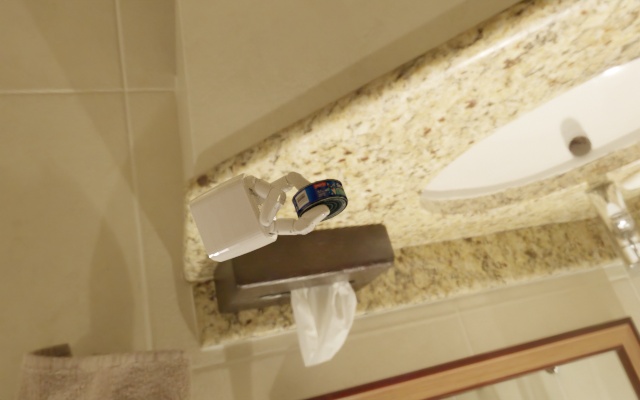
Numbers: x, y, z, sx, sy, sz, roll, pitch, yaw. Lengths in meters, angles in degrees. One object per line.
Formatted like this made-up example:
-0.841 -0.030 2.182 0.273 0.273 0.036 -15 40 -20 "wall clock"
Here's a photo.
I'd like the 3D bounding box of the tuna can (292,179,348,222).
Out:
0.000 0.003 0.758 0.086 0.033 0.086 -17 -25 -8 "tuna can"
